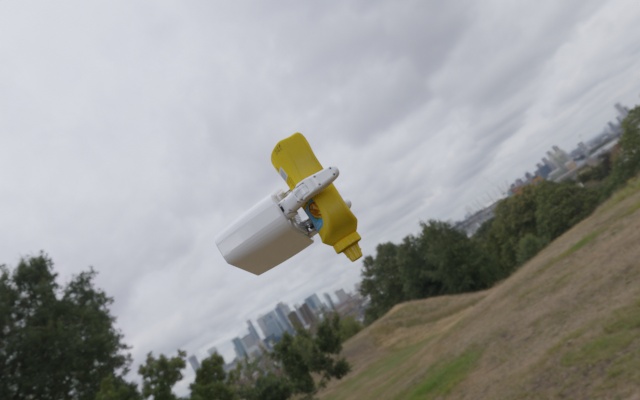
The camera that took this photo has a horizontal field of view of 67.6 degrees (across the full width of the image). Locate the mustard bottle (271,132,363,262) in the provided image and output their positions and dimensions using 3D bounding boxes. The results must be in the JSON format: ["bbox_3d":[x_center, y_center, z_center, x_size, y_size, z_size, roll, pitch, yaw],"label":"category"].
[{"bbox_3d":[0.000,0.002,0.676,0.058,0.191,0.096,-29,-12,-16],"label":"mustard bottle"}]
